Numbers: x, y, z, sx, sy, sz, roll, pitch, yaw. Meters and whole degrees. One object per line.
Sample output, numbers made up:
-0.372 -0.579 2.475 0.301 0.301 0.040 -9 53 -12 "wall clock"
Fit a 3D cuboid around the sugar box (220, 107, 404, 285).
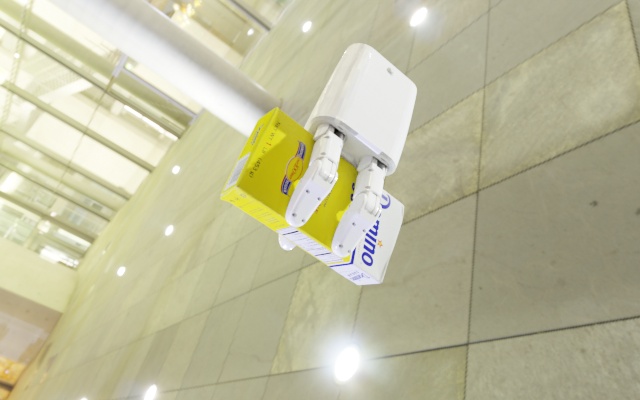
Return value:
0.000 0.001 0.462 0.176 0.093 0.048 33 -28 -22 "sugar box"
